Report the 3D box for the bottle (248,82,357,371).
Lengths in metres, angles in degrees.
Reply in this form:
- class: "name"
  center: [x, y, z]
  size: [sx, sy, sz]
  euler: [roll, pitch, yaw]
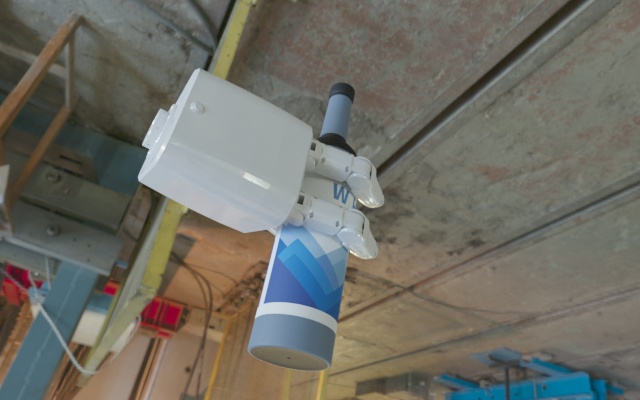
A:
- class: "bottle"
  center: [0.000, 0.002, 0.449]
  size: [0.069, 0.295, 0.069]
  euler: [8, -32, 5]
